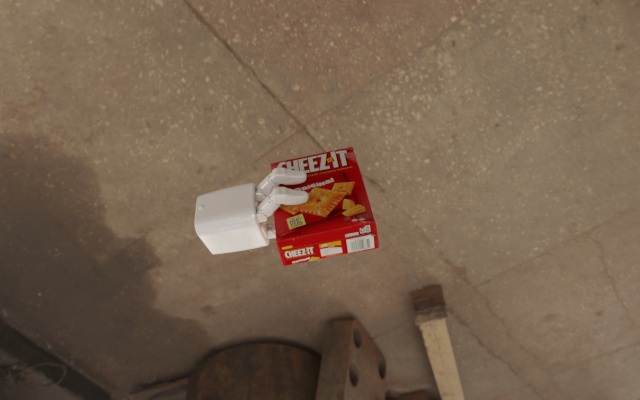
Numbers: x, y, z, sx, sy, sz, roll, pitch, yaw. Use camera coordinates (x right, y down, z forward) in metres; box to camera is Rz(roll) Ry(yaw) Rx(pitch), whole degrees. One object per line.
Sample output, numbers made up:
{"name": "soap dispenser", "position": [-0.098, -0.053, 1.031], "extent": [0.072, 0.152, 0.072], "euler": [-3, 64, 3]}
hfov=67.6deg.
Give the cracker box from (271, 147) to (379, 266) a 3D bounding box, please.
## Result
{"name": "cracker box", "position": [0.000, 0.003, 0.844], "extent": [0.164, 0.072, 0.213], "euler": [-11, 42, 0]}
